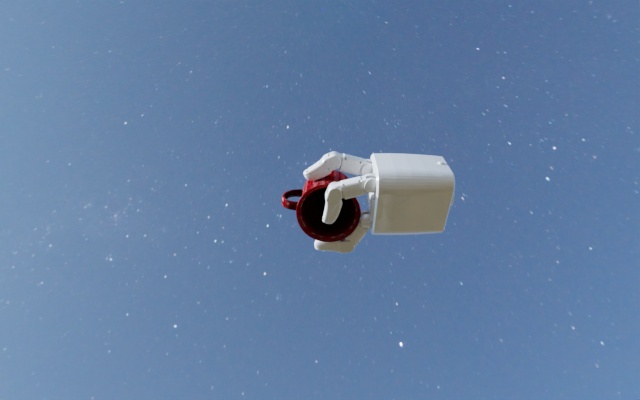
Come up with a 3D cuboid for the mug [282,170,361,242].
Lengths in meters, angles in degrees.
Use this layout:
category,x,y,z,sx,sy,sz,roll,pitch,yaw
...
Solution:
category,x,y,z,sx,sy,sz,roll,pitch,yaw
mug,-0.001,0.002,0.720,0.117,0.093,0.081,3,24,0
